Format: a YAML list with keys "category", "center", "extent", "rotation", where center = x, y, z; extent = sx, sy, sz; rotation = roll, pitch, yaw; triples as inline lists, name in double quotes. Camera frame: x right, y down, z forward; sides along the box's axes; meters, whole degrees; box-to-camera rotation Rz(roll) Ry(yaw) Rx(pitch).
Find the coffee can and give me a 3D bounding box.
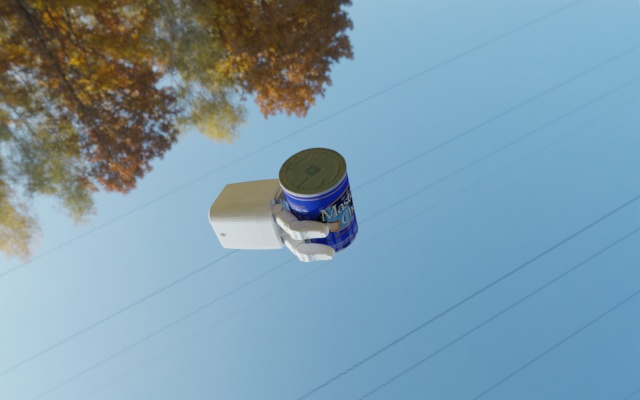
- category: "coffee can"
  center: [0.000, 0.002, 0.752]
  extent: [0.103, 0.102, 0.140]
  rotation: [0, -44, 15]
